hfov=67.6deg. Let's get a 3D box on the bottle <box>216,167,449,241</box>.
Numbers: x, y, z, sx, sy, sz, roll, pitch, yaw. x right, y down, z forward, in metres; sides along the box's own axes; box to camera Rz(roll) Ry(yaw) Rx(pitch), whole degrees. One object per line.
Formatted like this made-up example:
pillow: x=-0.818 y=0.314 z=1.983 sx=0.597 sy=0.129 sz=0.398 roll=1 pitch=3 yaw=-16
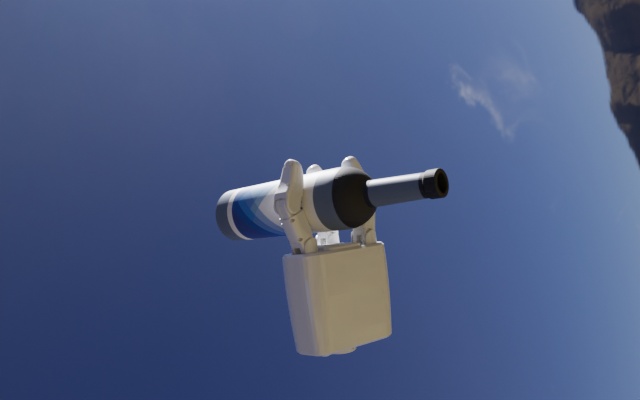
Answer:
bottle: x=0.000 y=0.002 z=0.528 sx=0.296 sy=0.069 sz=0.069 roll=-9 pitch=-6 yaw=41
